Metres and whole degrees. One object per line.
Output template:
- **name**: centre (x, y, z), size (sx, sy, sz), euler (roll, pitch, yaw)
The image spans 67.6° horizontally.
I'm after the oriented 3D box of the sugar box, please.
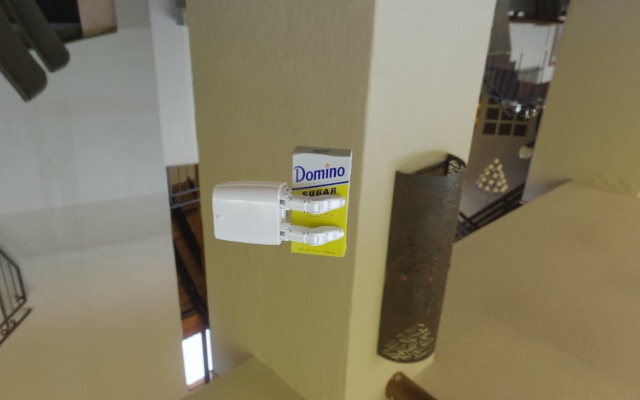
- **sugar box**: centre (0.000, 0.003, 0.780), size (0.093, 0.176, 0.048), euler (4, 25, 6)
